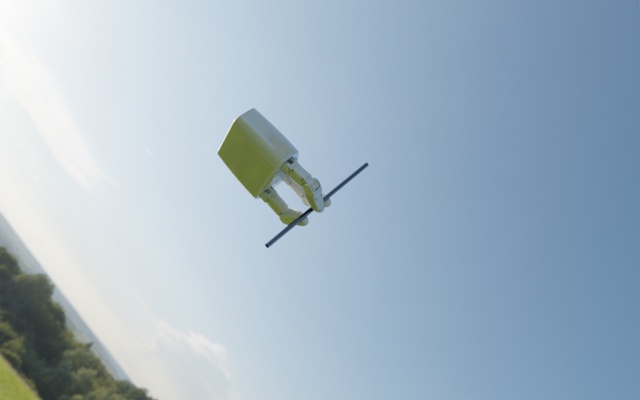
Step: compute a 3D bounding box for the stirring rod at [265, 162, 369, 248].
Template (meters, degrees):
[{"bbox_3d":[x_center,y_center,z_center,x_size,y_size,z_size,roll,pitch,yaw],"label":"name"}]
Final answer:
[{"bbox_3d":[0.000,0.003,0.777,0.239,0.011,0.011,-39,22,-29],"label":"stirring rod"}]
